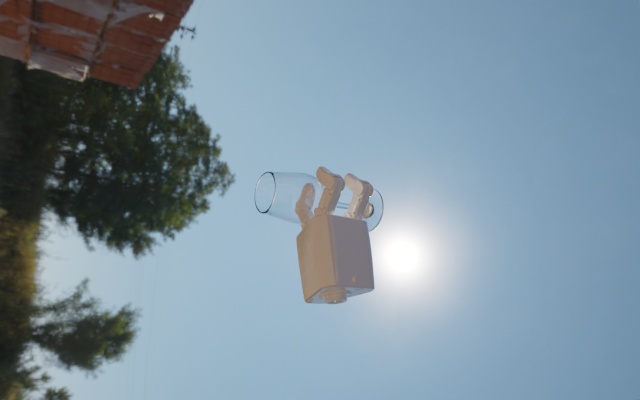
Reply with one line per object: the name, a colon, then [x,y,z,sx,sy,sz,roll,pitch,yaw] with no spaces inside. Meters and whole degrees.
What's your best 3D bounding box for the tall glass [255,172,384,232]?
tall glass: [0.001,0.002,0.746,0.201,0.079,0.079,10,-6,-34]
